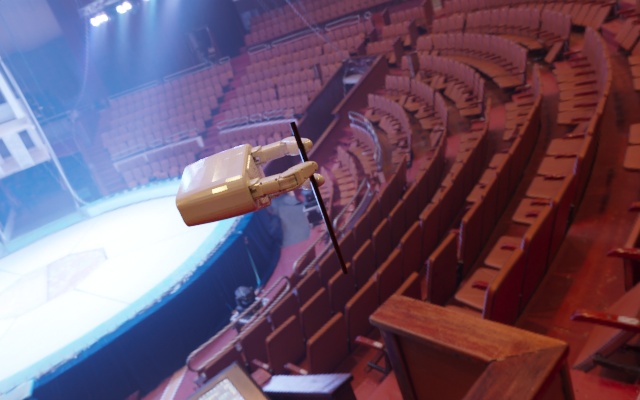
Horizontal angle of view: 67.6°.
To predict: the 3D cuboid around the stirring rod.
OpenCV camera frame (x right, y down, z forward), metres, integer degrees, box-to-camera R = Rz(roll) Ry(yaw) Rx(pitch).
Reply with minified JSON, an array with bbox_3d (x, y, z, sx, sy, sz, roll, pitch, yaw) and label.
[{"bbox_3d":[0.000,0.002,0.681,0.011,0.240,0.011,-17,19,6],"label":"stirring rod"}]
